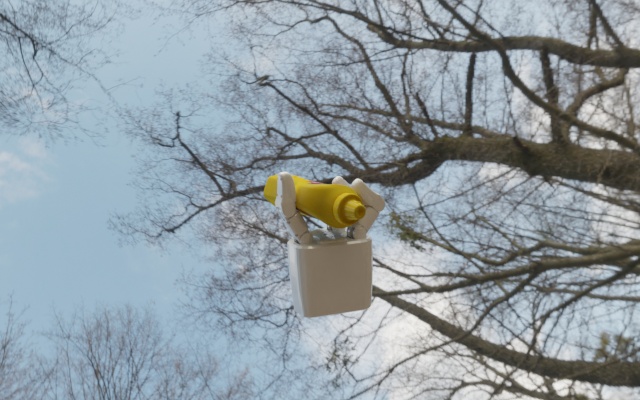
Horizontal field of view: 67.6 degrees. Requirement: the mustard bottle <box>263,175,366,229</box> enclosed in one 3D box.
[{"bbox_3d":[0.000,0.002,0.671,0.096,0.058,0.191,19,-2,-32],"label":"mustard bottle"}]
